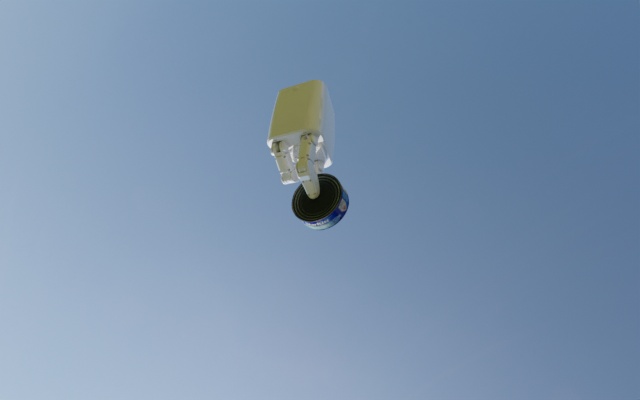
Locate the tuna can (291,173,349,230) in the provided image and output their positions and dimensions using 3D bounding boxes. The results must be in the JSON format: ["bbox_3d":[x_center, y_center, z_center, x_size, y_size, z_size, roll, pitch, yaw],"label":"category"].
[{"bbox_3d":[0.000,0.003,0.742,0.086,0.086,0.034,0,-29,30],"label":"tuna can"}]
